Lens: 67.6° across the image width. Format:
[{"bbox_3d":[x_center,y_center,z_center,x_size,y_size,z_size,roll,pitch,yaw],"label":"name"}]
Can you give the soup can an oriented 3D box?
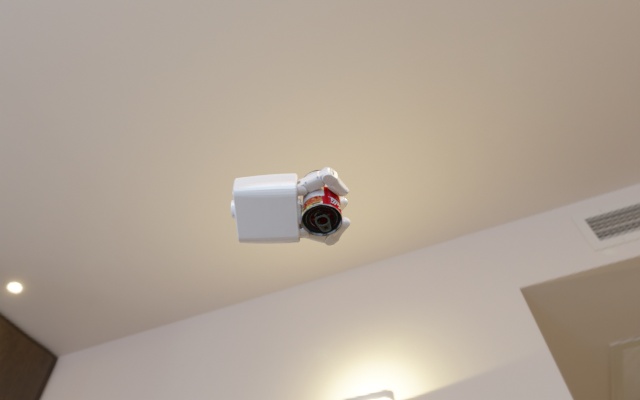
[{"bbox_3d":[0.001,0.002,0.818,0.068,0.069,0.102,0,38,-3],"label":"soup can"}]
